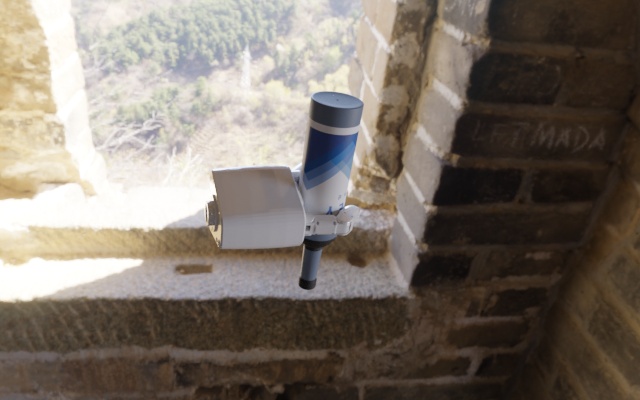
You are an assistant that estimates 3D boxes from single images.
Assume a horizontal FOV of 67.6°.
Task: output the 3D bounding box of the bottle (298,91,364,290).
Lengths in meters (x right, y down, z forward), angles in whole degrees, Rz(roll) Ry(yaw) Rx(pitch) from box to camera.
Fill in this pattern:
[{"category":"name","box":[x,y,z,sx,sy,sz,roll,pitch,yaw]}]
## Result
[{"category":"bottle","box":[0.000,0.002,0.660,0.069,0.296,0.069,7,29,-4]}]
